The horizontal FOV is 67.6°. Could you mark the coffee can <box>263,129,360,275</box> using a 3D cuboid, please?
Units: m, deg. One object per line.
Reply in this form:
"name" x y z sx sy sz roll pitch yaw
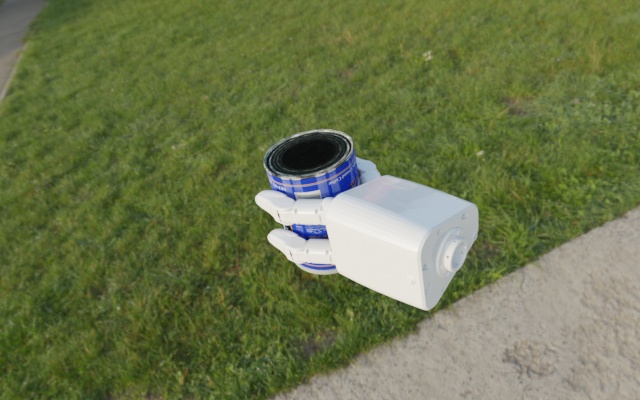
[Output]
"coffee can" 0.000 0.002 0.565 0.103 0.140 0.102 -9 35 7
